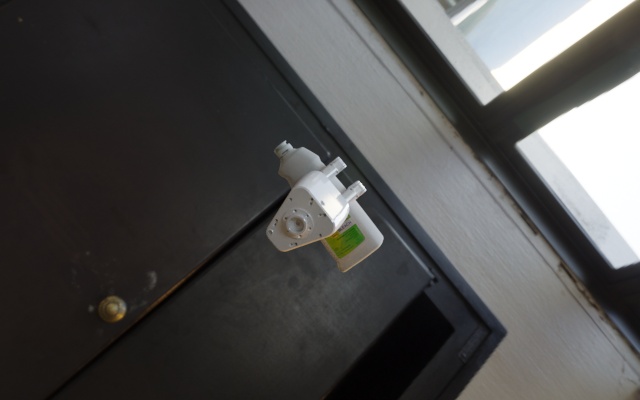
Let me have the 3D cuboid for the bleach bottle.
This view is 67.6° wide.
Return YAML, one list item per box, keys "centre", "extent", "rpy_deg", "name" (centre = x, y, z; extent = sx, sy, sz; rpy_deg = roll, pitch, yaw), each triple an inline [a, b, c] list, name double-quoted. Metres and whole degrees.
- centre: [0.000, 0.003, 0.867]
  extent: [0.102, 0.251, 0.068]
  rpy_deg: [-38, 3, 19]
  name: "bleach bottle"
